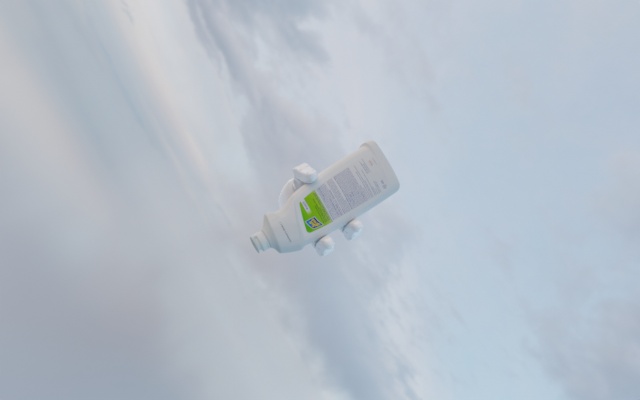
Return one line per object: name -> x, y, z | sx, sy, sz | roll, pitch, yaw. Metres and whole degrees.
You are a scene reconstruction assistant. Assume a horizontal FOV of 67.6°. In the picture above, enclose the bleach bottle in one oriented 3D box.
bleach bottle -> 0.000, 0.003, 0.761 | 0.251, 0.102, 0.068 | -29, -5, -17
